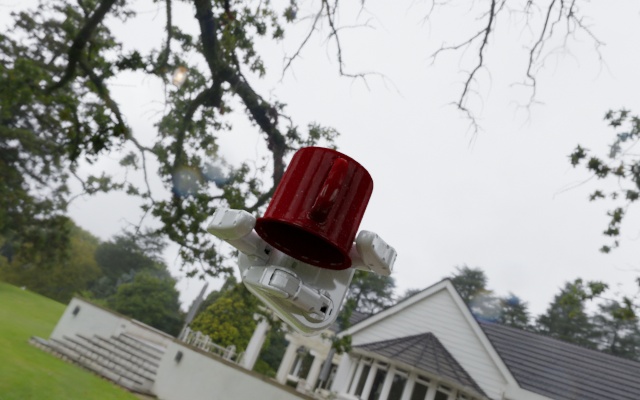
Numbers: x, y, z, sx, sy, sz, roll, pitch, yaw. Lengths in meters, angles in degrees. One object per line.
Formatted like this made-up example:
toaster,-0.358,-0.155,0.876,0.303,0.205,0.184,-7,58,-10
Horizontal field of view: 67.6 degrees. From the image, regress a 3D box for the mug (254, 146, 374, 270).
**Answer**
mug,0.000,0.001,0.417,0.093,0.081,0.117,24,-23,0
